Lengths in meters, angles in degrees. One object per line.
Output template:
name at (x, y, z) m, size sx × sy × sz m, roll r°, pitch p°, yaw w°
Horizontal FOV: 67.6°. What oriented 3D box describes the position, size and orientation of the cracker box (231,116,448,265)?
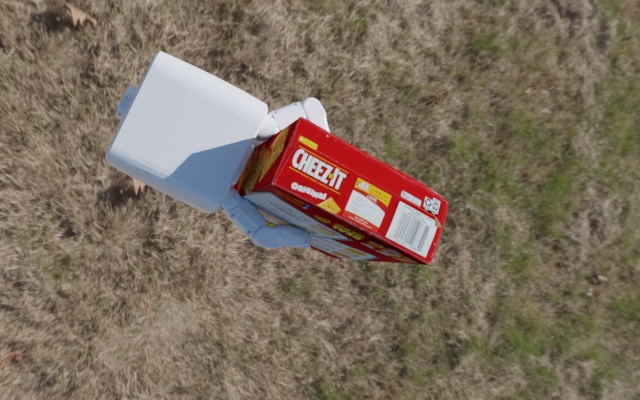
cracker box at (0.000, 0.002, 0.496) m, size 0.164 × 0.072 × 0.214 m, roll 27°, pitch -14°, yaw -18°
